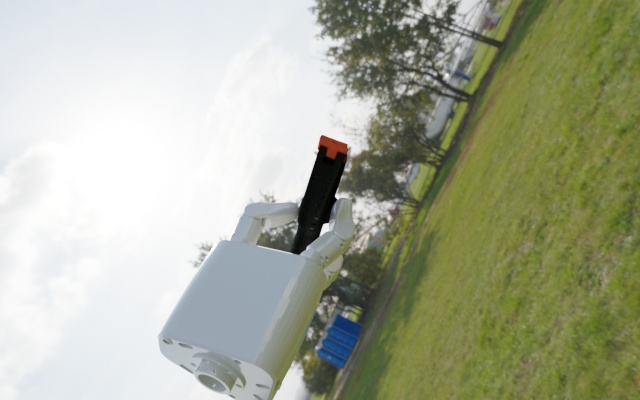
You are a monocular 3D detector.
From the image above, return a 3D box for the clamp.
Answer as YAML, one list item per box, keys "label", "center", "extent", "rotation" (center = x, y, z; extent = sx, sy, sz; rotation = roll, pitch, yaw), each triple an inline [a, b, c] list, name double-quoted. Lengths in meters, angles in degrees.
- label: "clamp"
  center: [-0.001, 0.001, 0.524]
  extent: [0.036, 0.164, 0.210]
  rotation: [20, -43, 4]
